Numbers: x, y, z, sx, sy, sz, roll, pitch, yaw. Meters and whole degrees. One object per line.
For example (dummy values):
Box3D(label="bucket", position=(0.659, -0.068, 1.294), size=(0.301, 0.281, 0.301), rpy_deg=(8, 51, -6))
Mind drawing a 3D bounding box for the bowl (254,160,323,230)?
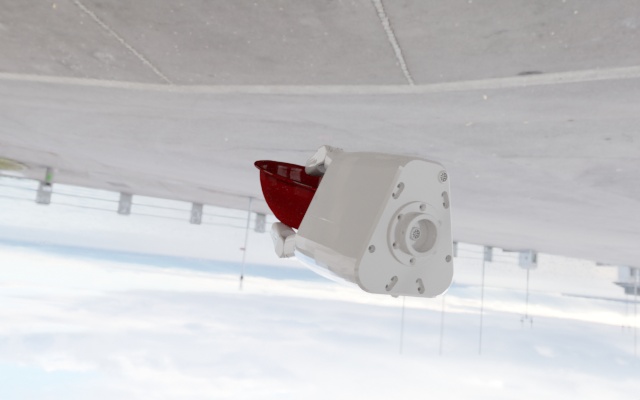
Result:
Box3D(label="bowl", position=(0.000, 0.002, 0.528), size=(0.162, 0.055, 0.162), rpy_deg=(14, 10, -3))
